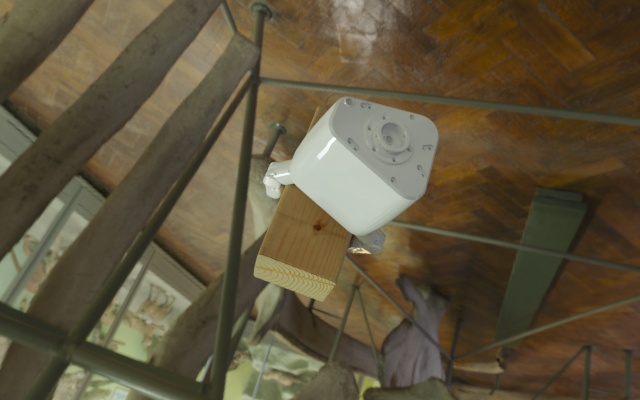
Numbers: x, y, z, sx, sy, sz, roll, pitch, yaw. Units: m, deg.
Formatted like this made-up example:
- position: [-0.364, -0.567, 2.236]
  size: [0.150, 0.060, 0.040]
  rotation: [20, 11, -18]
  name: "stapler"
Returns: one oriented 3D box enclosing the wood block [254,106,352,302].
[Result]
- position: [0.000, 0.002, 0.579]
  size: [0.091, 0.206, 0.090]
  rotation: [21, -26, -1]
  name: "wood block"
